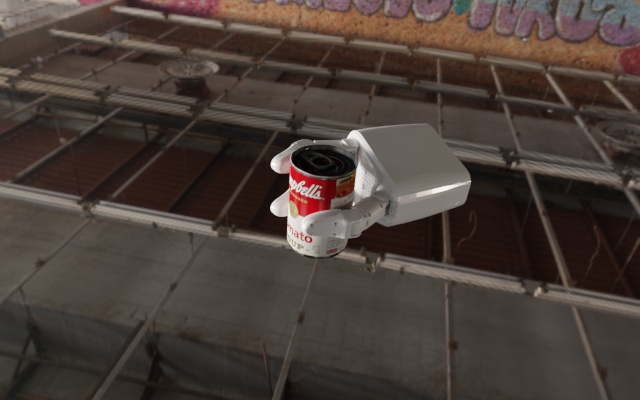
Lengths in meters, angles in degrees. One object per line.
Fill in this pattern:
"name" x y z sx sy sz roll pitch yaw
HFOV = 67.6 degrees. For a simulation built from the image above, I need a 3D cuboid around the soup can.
"soup can" 0.000 0.002 0.499 0.068 0.102 0.068 4 33 -2
